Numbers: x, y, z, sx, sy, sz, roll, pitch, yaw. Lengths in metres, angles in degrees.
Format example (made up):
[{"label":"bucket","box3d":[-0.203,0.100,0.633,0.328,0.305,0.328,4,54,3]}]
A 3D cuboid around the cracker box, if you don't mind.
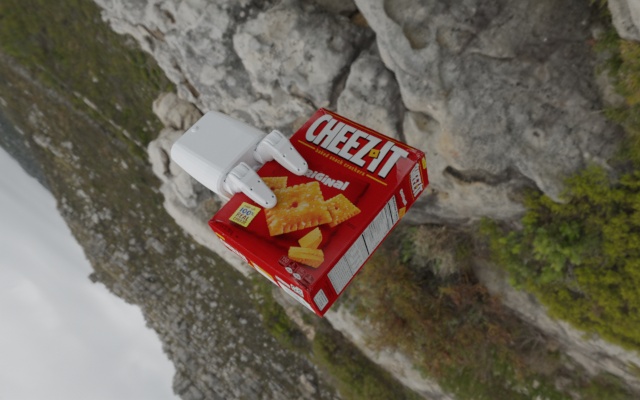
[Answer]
[{"label":"cracker box","box3d":[0.000,0.002,0.569,0.164,0.213,0.072,30,-21,31]}]
